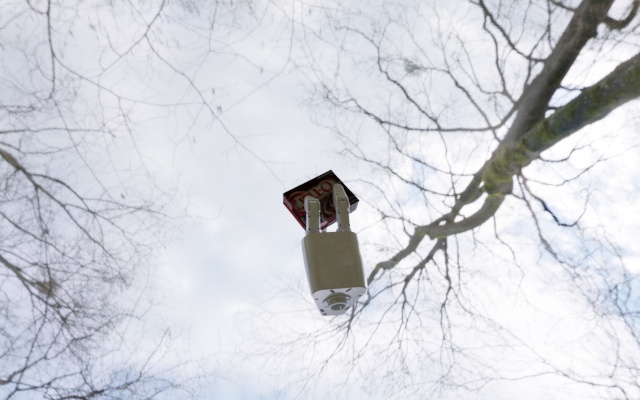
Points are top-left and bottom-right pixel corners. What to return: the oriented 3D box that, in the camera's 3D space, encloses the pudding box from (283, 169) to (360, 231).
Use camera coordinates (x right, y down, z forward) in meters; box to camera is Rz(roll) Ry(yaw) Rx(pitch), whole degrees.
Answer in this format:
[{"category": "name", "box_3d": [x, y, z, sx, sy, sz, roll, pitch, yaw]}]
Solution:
[{"category": "pudding box", "box_3d": [0.000, 0.003, 0.872, 0.113, 0.090, 0.039, -27, -29, -26]}]
